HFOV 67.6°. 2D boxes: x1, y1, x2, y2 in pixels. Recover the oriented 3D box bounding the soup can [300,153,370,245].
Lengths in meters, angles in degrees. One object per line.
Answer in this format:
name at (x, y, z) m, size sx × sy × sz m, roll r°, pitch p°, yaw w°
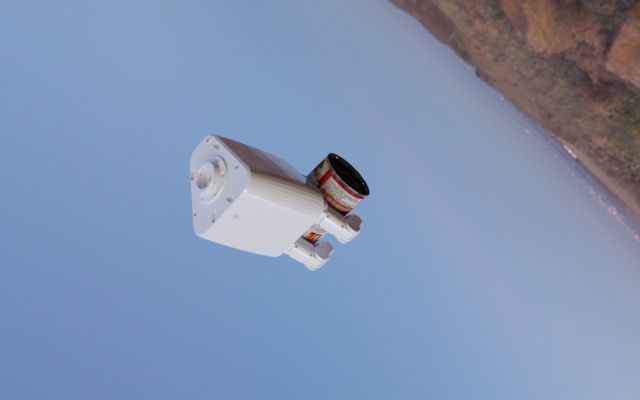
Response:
soup can at (0.000, 0.002, 0.578) m, size 0.102 × 0.068 × 0.068 m, roll -44°, pitch -20°, yaw 22°
